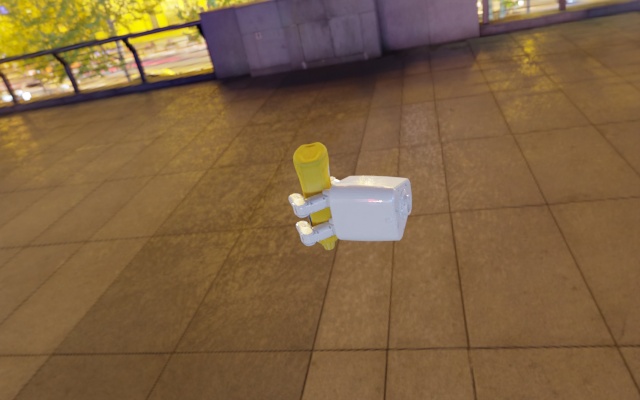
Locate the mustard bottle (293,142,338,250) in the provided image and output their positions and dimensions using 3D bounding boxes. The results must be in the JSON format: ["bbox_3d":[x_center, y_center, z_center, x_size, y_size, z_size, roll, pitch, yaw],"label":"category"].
[{"bbox_3d":[0.000,0.003,0.831,0.058,0.192,0.096,-11,27,3],"label":"mustard bottle"}]
